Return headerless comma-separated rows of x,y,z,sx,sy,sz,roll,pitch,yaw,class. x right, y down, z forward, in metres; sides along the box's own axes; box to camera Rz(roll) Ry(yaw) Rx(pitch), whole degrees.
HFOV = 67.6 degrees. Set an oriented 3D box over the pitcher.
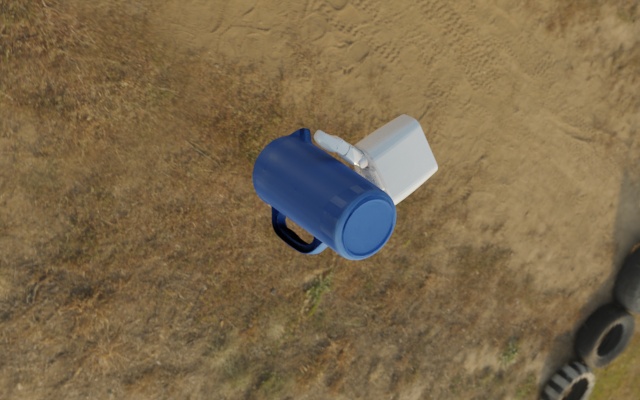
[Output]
0.000,0.002,0.748,0.145,0.149,0.242,-36,38,-15,pitcher
